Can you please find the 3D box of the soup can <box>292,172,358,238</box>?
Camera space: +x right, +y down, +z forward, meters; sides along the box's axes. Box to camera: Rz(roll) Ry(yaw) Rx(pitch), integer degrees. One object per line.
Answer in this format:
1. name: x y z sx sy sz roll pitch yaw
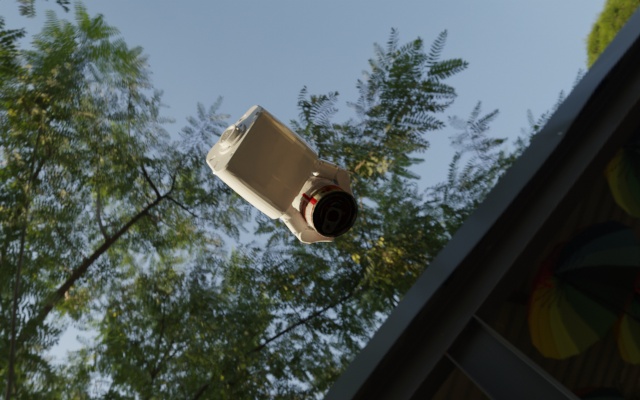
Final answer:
1. soup can: 0.000 0.002 0.682 0.068 0.068 0.102 0 19 -25
